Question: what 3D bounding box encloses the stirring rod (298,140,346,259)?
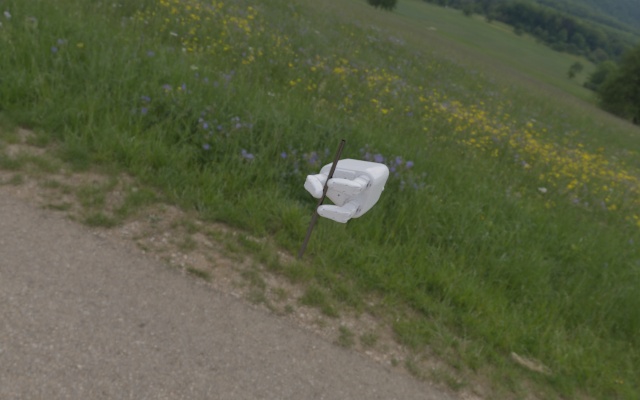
[{"bbox_3d":[0.000,0.003,0.852,0.011,0.240,0.011,17,23,-8],"label":"stirring rod"}]
